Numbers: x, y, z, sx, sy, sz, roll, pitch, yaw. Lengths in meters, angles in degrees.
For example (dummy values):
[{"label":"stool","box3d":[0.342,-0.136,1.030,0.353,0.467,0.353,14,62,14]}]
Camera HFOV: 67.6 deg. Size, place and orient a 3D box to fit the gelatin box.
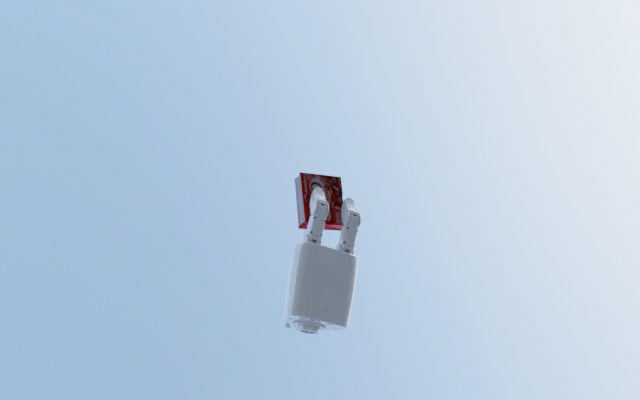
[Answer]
[{"label":"gelatin box","box3d":[0.000,0.002,0.762,0.073,0.089,0.030,5,-26,-25]}]
